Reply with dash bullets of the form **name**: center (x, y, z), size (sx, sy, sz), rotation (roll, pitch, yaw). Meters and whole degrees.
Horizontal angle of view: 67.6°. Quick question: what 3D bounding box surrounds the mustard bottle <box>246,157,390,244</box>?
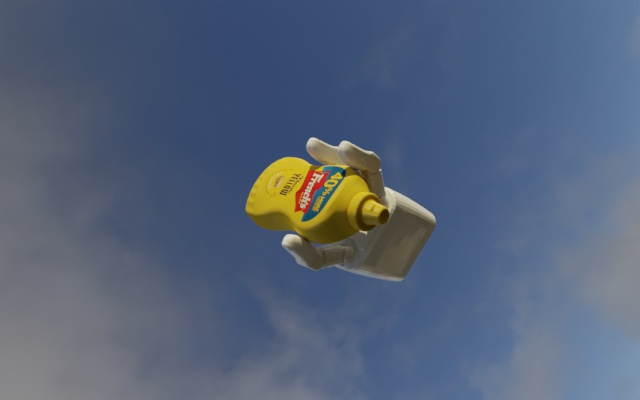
- **mustard bottle**: center (0.000, 0.002, 0.549), size (0.191, 0.096, 0.058), rotation (13, -31, 46)
